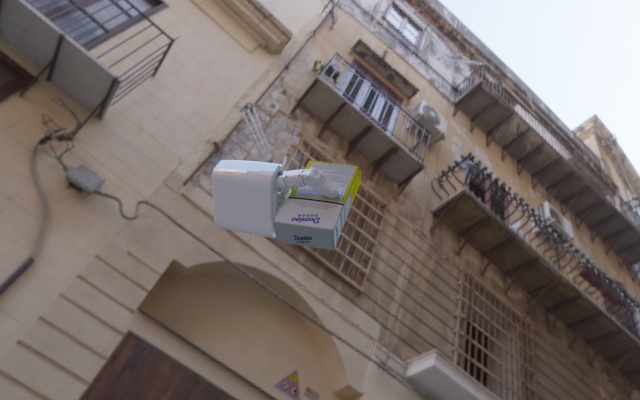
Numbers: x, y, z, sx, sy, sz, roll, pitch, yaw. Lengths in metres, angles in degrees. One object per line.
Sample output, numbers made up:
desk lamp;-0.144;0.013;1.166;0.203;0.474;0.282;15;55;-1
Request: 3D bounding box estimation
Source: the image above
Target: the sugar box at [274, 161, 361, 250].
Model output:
sugar box;0.000;0.003;0.756;0.093;0.048;0.176;8;39;16
